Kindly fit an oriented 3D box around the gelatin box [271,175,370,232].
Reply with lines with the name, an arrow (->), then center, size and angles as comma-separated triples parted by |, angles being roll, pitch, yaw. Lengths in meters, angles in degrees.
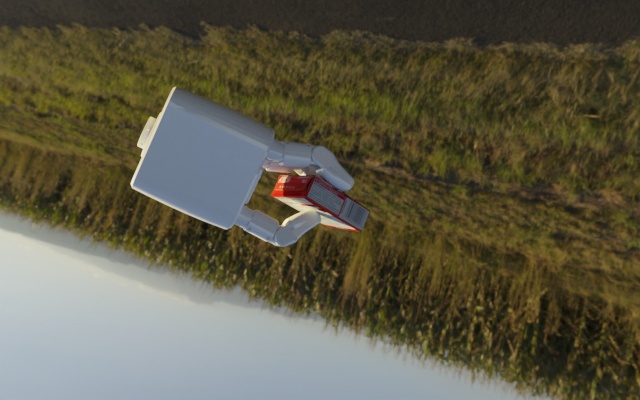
gelatin box -> 0.000, 0.002, 0.541 | 0.089, 0.030, 0.073 | 31, -14, -30
